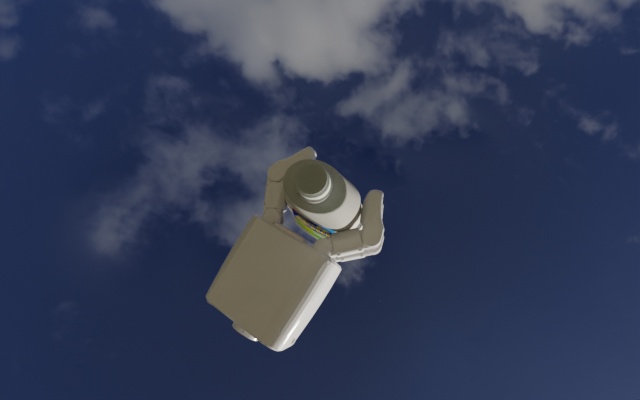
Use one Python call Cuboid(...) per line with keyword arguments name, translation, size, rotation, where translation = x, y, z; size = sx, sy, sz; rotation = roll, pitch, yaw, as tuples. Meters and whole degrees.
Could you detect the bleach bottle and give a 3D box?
Cuboid(name="bleach bottle", translation=(0.000, 0.002, 0.537), size=(0.102, 0.068, 0.251), rotation=(31, -6, 12))
